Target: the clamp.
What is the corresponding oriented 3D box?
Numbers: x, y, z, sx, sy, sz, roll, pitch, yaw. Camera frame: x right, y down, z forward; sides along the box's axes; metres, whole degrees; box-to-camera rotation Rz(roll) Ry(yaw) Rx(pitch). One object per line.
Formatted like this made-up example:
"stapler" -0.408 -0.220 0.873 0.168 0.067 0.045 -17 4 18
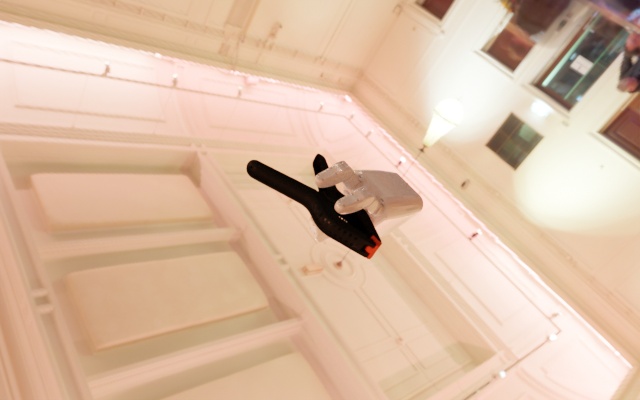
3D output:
"clamp" 0.000 0.003 0.682 0.164 0.036 0.210 -6 46 -46
